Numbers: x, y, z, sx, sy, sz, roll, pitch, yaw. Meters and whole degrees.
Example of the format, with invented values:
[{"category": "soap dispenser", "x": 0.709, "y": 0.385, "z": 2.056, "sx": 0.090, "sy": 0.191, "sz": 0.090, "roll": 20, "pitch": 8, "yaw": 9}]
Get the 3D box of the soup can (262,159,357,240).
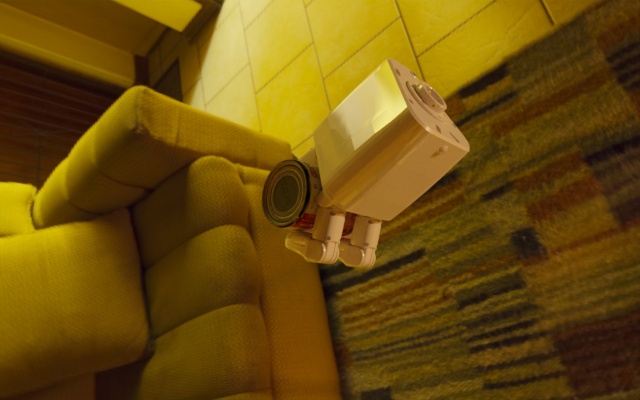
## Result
[{"category": "soup can", "x": 0.000, "y": 0.002, "z": 0.485, "sx": 0.068, "sy": 0.068, "sz": 0.102, "roll": 0, "pitch": -10, "yaw": 45}]
